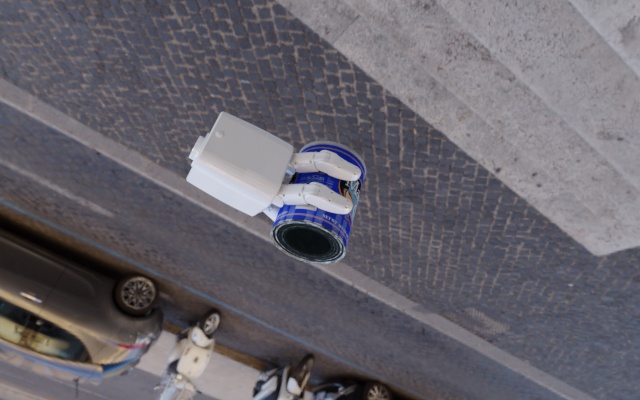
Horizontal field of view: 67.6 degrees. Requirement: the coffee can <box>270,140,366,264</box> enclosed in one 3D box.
[{"bbox_3d":[0.000,0.002,0.663,0.103,0.140,0.103,11,-35,8],"label":"coffee can"}]
